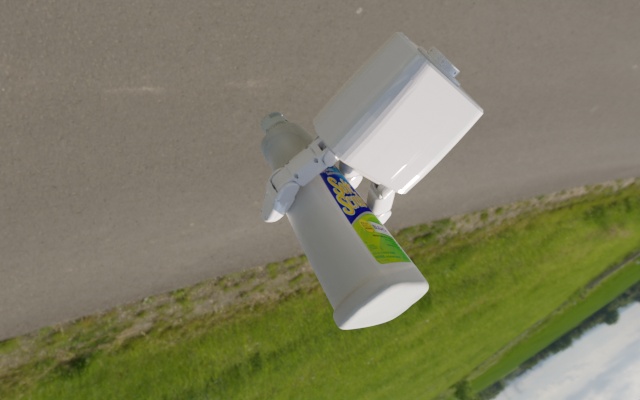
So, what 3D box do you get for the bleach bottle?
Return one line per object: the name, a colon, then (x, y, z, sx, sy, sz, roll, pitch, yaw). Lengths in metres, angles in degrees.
bleach bottle: (0.000, 0.002, 0.475, 0.068, 0.250, 0.102, -46, -31, 23)
